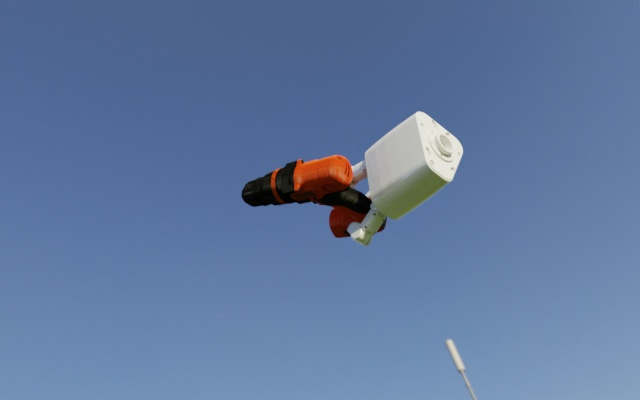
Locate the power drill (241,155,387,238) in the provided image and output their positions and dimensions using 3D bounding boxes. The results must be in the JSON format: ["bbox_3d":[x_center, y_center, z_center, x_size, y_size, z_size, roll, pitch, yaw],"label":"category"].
[{"bbox_3d":[0.001,0.002,0.718,0.184,0.057,0.188,-11,-26,35],"label":"power drill"}]
